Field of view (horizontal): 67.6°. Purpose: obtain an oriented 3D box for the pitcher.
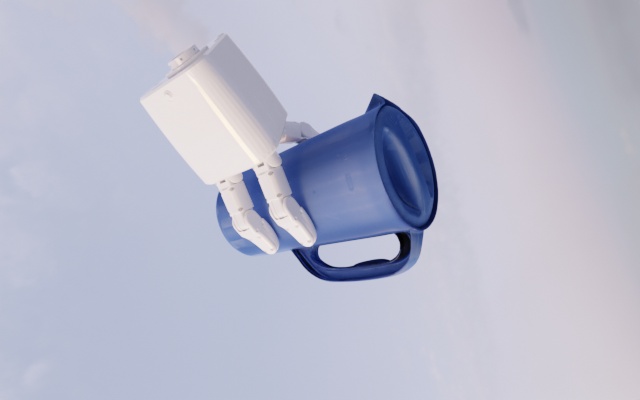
[{"bbox_3d":[0.000,0.002,0.538,0.243,0.145,0.149,-17,34,35],"label":"pitcher"}]
